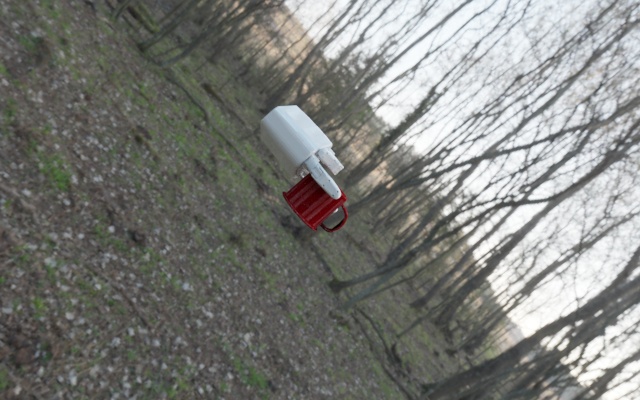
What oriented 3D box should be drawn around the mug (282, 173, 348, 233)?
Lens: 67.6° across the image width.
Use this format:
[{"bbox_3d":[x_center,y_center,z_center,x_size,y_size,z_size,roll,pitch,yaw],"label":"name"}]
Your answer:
[{"bbox_3d":[0.001,0.004,0.853,0.081,0.117,0.093,-41,-3,6],"label":"mug"}]
